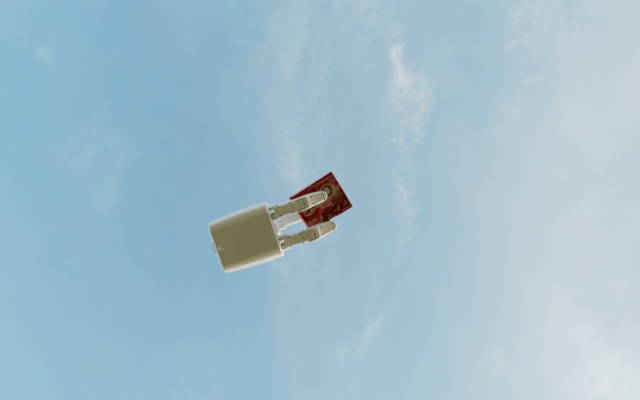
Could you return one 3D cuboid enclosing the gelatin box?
[{"bbox_3d":[0.000,0.003,0.838,0.089,0.073,0.030,-32,5,-5],"label":"gelatin box"}]
